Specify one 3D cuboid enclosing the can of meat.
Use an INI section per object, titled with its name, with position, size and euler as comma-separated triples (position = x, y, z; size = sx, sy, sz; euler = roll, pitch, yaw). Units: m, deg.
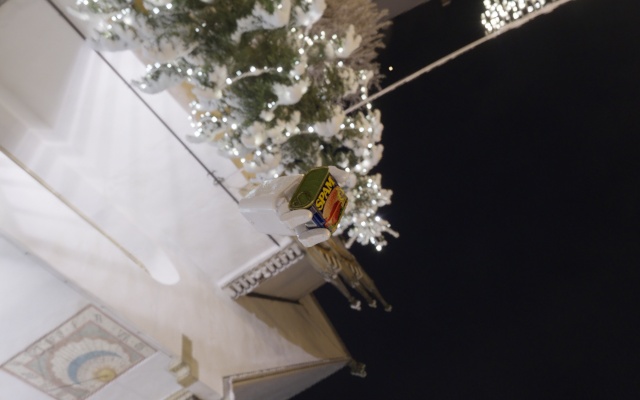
[can of meat]
position = 0.000, 0.003, 0.867
size = 0.057, 0.102, 0.084
euler = -5, -45, 39
